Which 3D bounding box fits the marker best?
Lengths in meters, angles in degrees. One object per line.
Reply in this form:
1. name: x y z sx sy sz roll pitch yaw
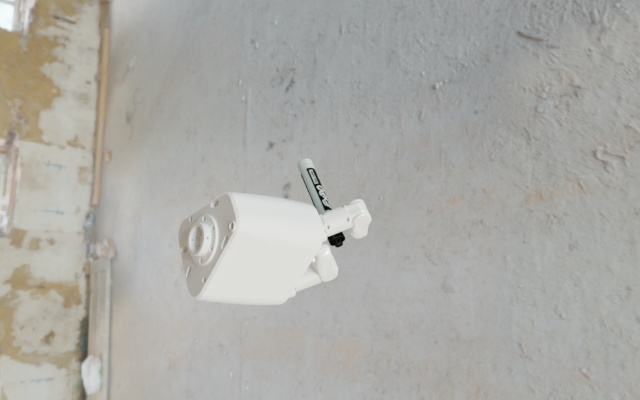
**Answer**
1. marker: 0.000 0.002 0.547 0.020 0.121 0.020 -16 -33 -11
